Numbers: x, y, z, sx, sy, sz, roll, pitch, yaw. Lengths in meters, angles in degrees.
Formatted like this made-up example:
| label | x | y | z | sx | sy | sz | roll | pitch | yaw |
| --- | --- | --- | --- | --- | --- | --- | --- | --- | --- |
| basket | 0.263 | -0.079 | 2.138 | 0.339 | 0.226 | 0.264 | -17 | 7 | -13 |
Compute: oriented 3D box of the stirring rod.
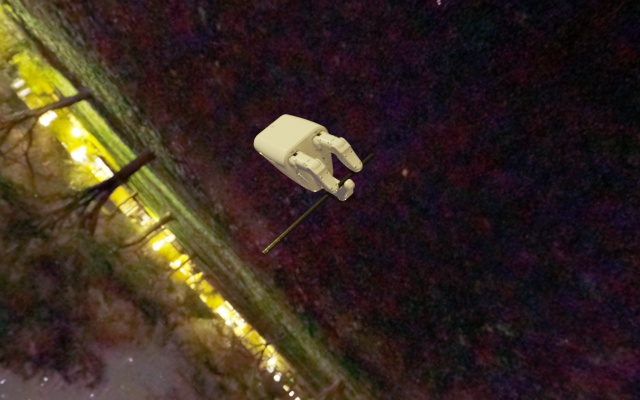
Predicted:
| label | x | y | z | sx | sy | sz | roll | pitch | yaw |
| --- | --- | --- | --- | --- | --- | --- | --- | --- | --- |
| stirring rod | 0.000 | 0.002 | 0.745 | 0.239 | 0.011 | 0.011 | -42 | 15 | -17 |
